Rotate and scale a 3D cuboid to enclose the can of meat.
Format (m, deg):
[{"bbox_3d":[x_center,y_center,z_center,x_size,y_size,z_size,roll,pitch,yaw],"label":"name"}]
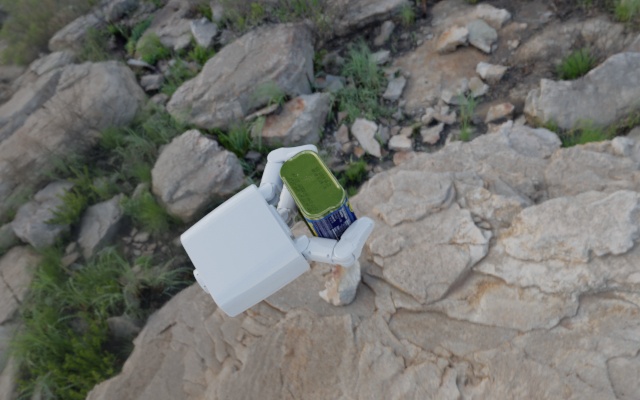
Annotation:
[{"bbox_3d":[0.000,0.002,0.556,0.057,0.102,0.084,-32,-38,-3],"label":"can of meat"}]
